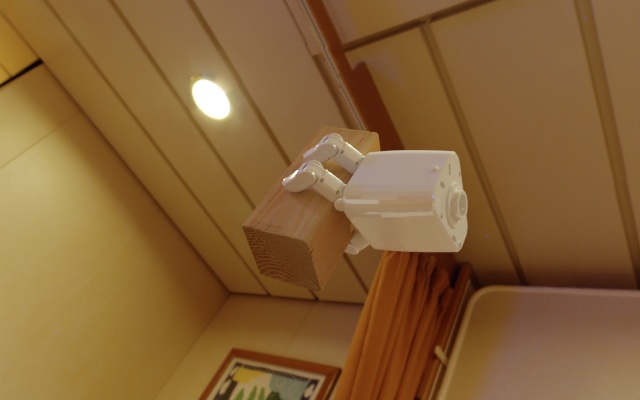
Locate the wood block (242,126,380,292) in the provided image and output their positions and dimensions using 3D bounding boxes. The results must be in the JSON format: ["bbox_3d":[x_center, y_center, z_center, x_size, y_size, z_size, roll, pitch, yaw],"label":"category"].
[{"bbox_3d":[0.001,0.002,0.614,0.090,0.091,0.206,11,46,26],"label":"wood block"}]
